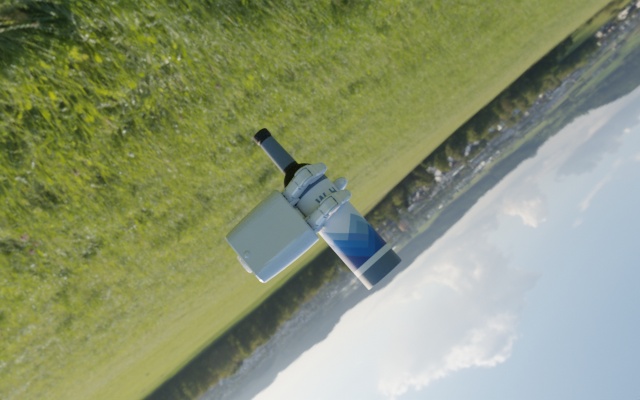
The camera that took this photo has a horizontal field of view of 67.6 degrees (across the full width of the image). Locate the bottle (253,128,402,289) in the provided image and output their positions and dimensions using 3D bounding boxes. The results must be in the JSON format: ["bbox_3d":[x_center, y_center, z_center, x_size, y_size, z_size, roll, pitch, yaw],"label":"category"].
[{"bbox_3d":[0.000,0.003,0.733,0.069,0.295,0.069,-40,-10,-8],"label":"bottle"}]
